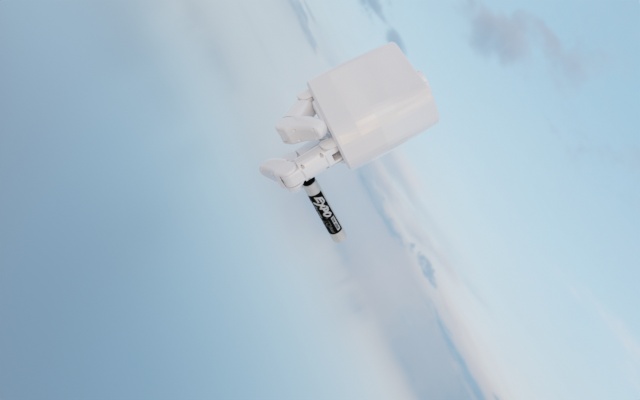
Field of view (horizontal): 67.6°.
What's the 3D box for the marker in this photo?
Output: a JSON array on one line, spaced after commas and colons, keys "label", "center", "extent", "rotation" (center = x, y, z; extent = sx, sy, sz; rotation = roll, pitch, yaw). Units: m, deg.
[{"label": "marker", "center": [0.000, 0.002, 0.536], "extent": [0.020, 0.020, 0.121], "rotation": [0, -44, 32]}]
